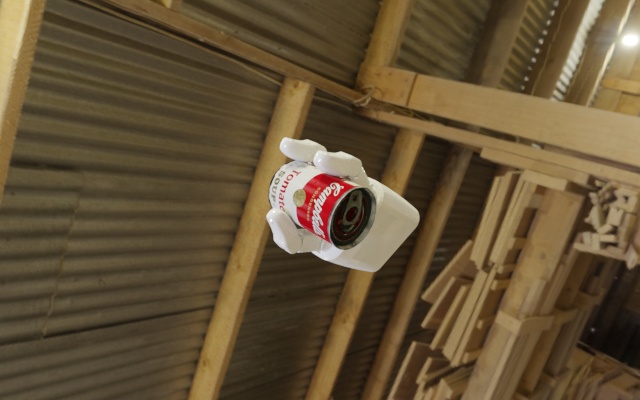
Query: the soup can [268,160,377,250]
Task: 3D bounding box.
[{"bbox_3d":[0.000,0.002,0.512,0.068,0.068,0.102,0,20,-45],"label":"soup can"}]
